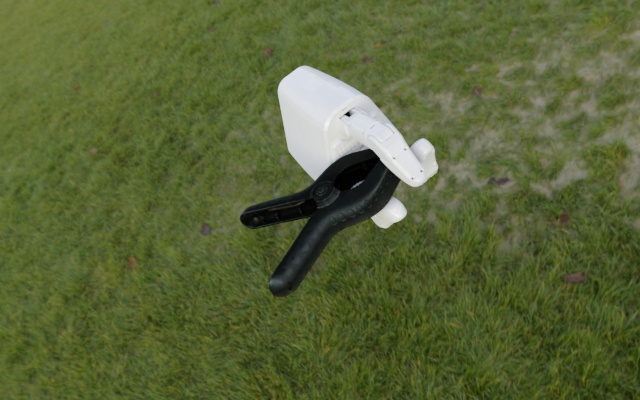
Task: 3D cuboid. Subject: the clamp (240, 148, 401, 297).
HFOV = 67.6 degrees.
[{"bbox_3d":[0.000,0.001,0.446,0.120,0.171,0.039,43,-12,44],"label":"clamp"}]
